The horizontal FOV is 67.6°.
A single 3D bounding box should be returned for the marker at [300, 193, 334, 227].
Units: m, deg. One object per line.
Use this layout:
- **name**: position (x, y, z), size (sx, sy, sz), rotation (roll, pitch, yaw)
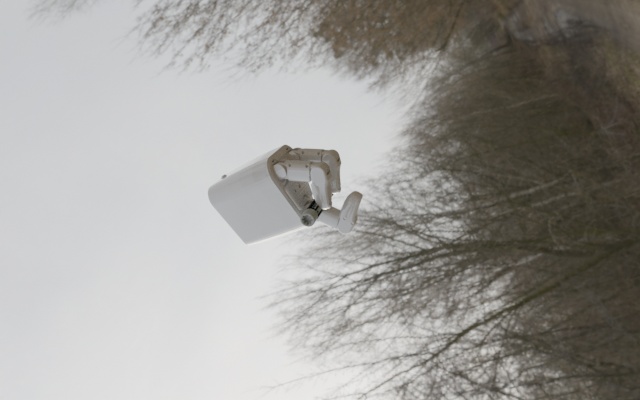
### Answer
- **marker**: position (0.000, 0.002, 0.634), size (0.020, 0.020, 0.121), rotation (0, 21, 17)
